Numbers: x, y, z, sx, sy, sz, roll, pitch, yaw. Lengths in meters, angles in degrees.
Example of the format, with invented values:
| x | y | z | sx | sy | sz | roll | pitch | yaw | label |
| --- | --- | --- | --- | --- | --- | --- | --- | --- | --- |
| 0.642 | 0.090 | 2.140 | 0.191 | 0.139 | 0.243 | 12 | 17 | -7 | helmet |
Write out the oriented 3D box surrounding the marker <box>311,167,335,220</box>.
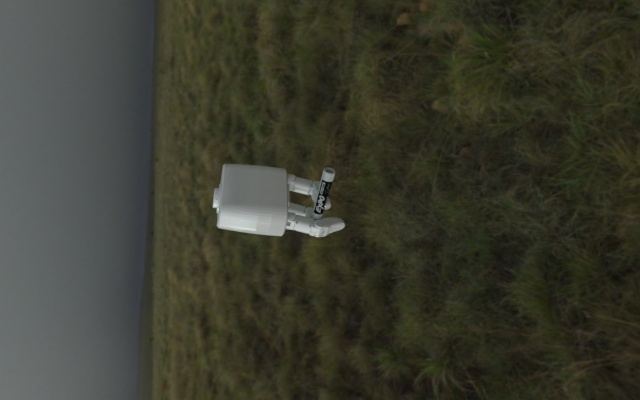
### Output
| x | y | z | sx | sy | sz | roll | pitch | yaw | label |
| --- | --- | --- | --- | --- | --- | --- | --- | --- | --- |
| 0.000 | 0.003 | 0.762 | 0.020 | 0.121 | 0.020 | 11 | 34 | -7 | marker |
